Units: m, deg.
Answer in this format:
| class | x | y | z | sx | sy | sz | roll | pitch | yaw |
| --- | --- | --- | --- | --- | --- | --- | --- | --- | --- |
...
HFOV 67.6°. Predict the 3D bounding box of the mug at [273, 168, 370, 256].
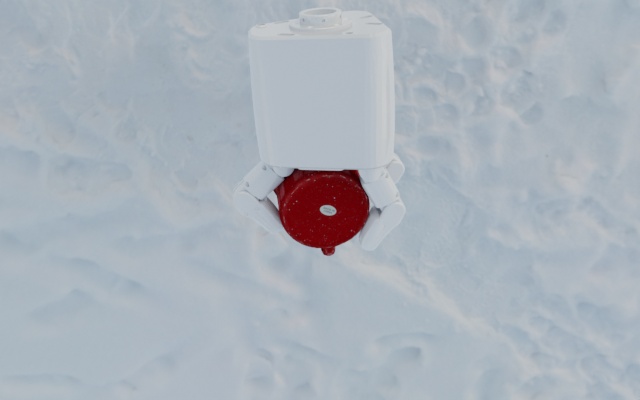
| class | x | y | z | sx | sy | sz | roll | pitch | yaw |
| --- | --- | --- | --- | --- | --- | --- | --- | --- | --- |
| mug | 0.000 | 0.003 | 0.459 | 0.093 | 0.117 | 0.081 | -7 | 31 | -5 |
